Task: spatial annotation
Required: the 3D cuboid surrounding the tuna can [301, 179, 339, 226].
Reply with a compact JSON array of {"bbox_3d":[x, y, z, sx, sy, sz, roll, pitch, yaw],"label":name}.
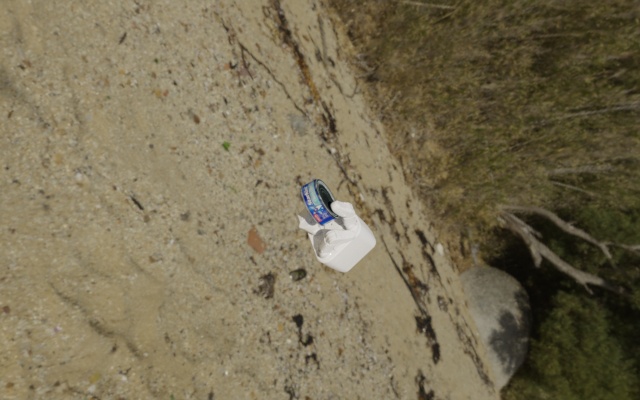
[{"bbox_3d":[0.001,0.003,0.893,0.034,0.086,0.086,-28,-9,17],"label":"tuna can"}]
